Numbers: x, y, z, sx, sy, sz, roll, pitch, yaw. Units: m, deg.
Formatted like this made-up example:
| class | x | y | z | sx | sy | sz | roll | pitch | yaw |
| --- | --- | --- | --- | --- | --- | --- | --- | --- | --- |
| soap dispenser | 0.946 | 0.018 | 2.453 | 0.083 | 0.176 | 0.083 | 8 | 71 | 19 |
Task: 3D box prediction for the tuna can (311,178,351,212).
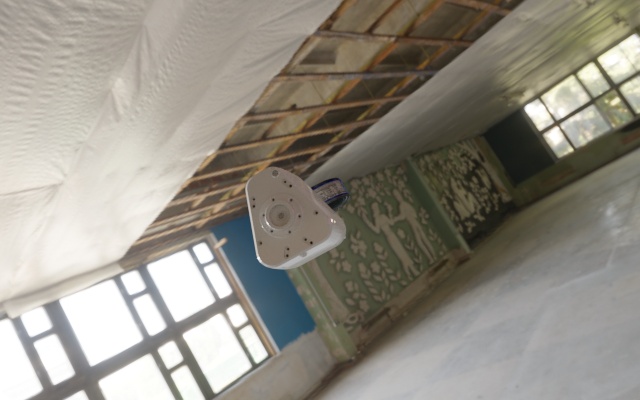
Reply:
| class | x | y | z | sx | sy | sz | roll | pitch | yaw |
| --- | --- | --- | --- | --- | --- | --- | --- | --- | --- |
| tuna can | 0.000 | 0.002 | 0.708 | 0.086 | 0.033 | 0.086 | -29 | -13 | -7 |
